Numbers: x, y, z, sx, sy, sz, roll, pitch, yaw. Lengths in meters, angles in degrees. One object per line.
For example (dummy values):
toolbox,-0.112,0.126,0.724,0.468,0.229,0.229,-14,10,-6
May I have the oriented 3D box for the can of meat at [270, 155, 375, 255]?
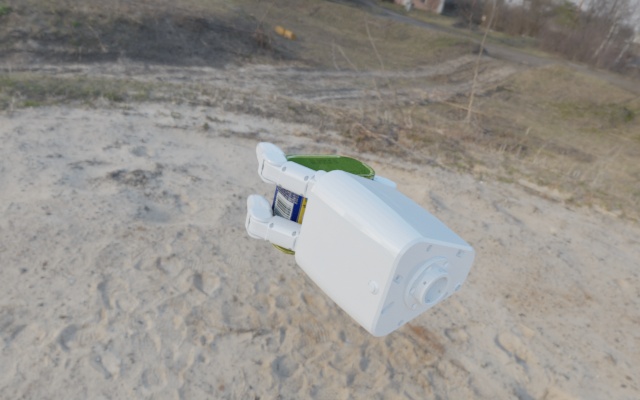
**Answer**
can of meat,0.000,0.001,0.485,0.102,0.084,0.057,-4,31,-35
